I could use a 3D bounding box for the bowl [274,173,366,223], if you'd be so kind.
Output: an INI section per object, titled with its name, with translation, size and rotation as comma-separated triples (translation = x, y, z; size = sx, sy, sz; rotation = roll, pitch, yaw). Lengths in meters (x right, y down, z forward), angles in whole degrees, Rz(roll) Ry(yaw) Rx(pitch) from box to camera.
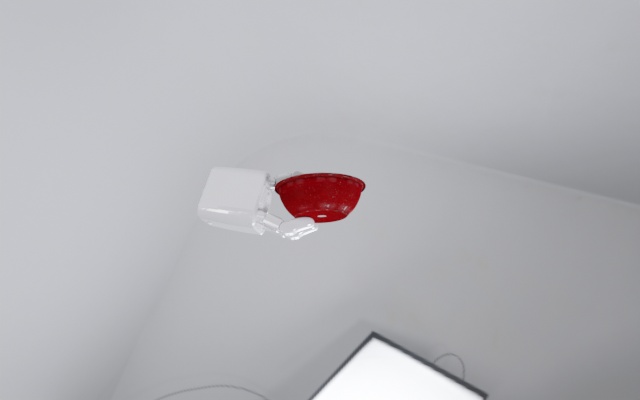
[bowl]
translation = 0.001, 0.003, 0.834
size = 0.162, 0.055, 0.162
rotation = -2, -16, -1
